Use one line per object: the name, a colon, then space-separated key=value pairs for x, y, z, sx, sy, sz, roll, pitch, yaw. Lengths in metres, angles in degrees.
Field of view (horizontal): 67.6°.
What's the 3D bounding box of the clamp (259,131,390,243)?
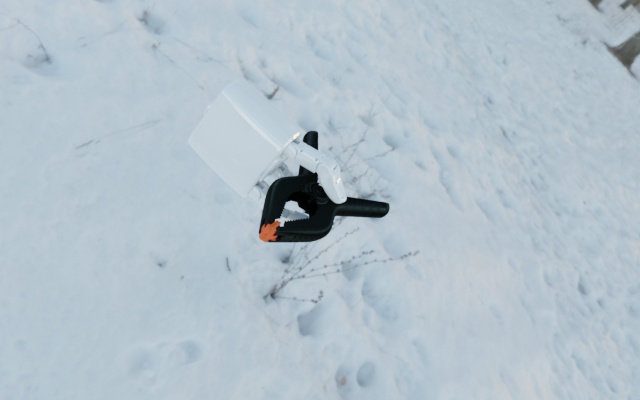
clamp: x=0.000 y=0.002 z=0.624 sx=0.036 sy=0.164 sz=0.210 roll=-51 pitch=-2 yaw=41
